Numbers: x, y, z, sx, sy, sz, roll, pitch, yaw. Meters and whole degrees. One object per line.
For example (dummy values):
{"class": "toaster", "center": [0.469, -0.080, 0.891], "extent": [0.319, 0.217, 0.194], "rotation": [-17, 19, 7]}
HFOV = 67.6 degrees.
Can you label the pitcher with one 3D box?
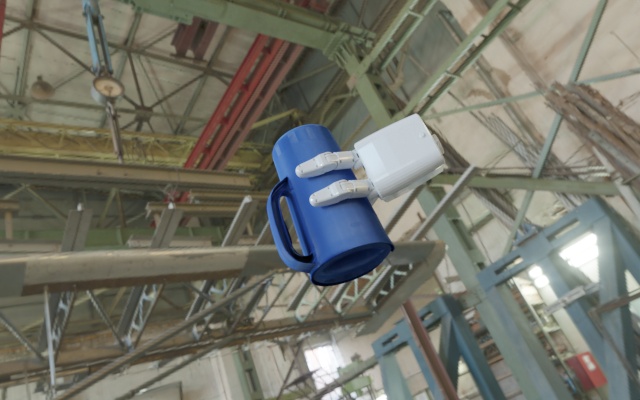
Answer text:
{"class": "pitcher", "center": [0.000, 0.002, 0.745], "extent": [0.145, 0.242, 0.149], "rotation": [-28, -28, 9]}
